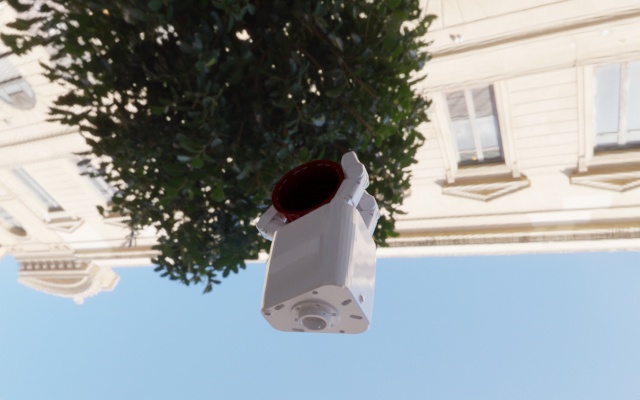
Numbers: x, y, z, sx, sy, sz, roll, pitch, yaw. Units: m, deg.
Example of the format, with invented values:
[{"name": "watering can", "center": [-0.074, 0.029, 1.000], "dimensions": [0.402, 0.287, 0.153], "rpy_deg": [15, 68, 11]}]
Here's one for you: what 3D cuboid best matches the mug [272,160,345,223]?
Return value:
[{"name": "mug", "center": [0.000, 0.001, 0.598], "dimensions": [0.093, 0.081, 0.117], "rpy_deg": [-11, 41, 20]}]
